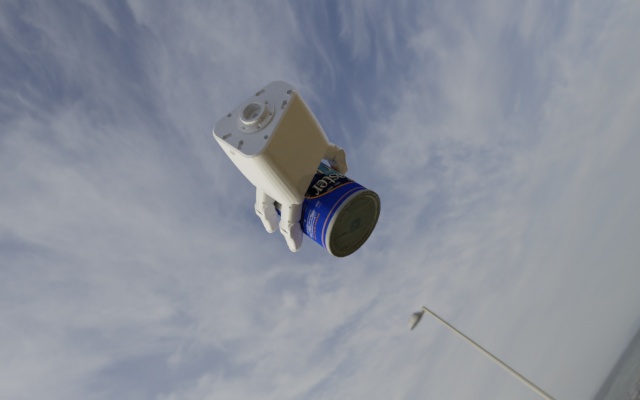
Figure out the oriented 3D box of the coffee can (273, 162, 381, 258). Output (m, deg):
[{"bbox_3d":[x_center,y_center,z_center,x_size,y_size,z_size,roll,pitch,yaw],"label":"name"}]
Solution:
[{"bbox_3d":[0.000,0.002,0.682,0.140,0.103,0.103,33,20,35],"label":"coffee can"}]
